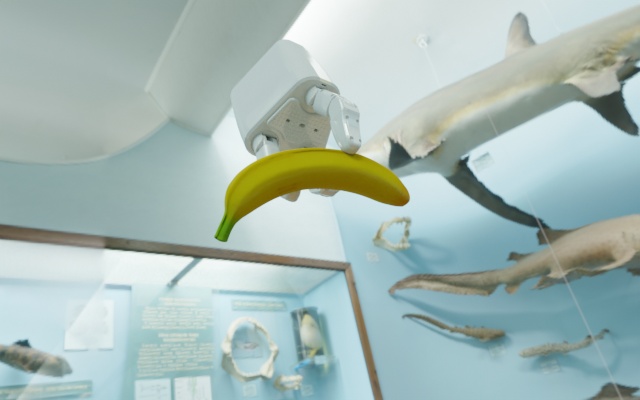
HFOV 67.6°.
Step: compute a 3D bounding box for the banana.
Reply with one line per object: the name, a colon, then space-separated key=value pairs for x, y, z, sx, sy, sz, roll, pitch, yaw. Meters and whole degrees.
banana: x=-0.003 y=-0.015 z=0.435 sx=0.198 sy=0.070 sz=0.037 roll=-9 pitch=25 yaw=-23
